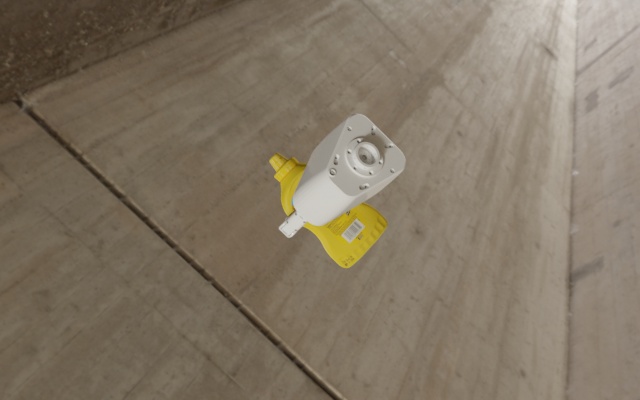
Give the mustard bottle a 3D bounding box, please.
[{"bbox_3d":[0.000,0.003,0.700,0.191,0.096,0.058,44,-5,-4],"label":"mustard bottle"}]
